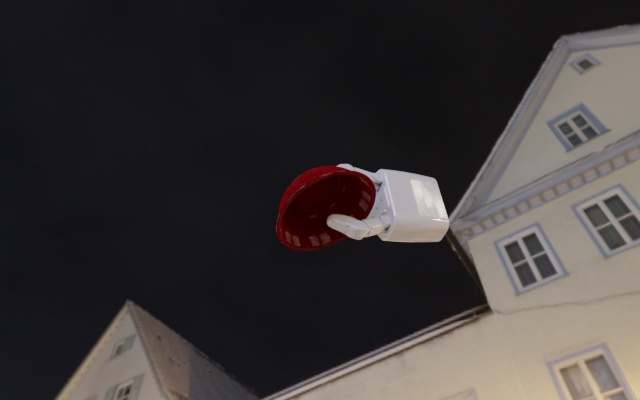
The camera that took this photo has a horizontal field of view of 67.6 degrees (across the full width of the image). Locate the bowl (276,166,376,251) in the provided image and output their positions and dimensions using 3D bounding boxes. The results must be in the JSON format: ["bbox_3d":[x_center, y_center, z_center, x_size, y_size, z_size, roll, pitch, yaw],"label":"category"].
[{"bbox_3d":[-0.001,0.002,0.715,0.162,0.162,0.055,0,42,-35],"label":"bowl"}]
